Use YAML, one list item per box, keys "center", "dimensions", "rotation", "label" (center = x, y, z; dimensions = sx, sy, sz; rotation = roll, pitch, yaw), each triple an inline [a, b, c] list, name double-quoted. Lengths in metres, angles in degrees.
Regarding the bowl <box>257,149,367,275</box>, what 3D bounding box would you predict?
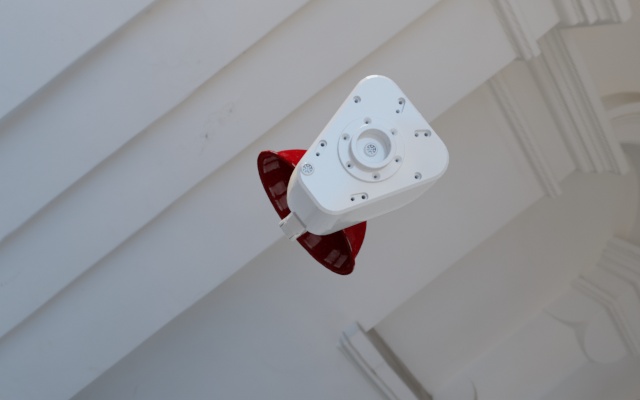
- center: [0.000, 0.002, 0.524]
  dimensions: [0.055, 0.162, 0.162]
  rotation: [-36, 15, -21]
  label: "bowl"
